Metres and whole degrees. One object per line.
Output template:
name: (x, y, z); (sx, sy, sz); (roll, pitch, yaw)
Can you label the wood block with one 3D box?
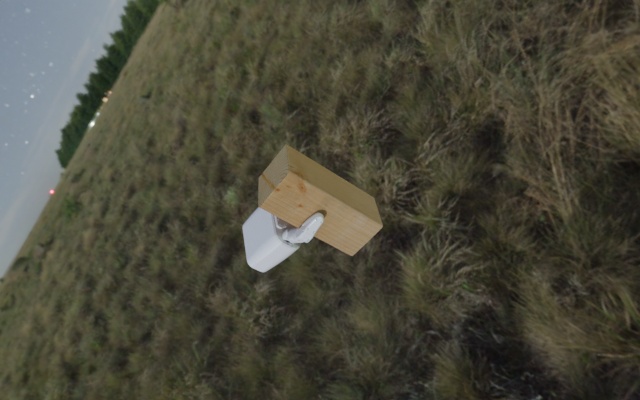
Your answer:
wood block: (0.000, 0.003, 0.850); (0.206, 0.090, 0.090); (29, 29, -26)
